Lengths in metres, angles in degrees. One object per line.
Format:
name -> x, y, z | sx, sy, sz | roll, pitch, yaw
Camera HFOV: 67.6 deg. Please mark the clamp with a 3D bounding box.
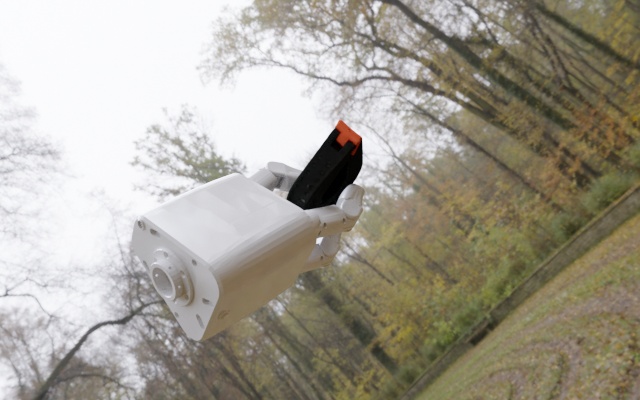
clamp -> 0.000, 0.001, 0.499 | 0.036, 0.210, 0.164 | 42, 41, 16
